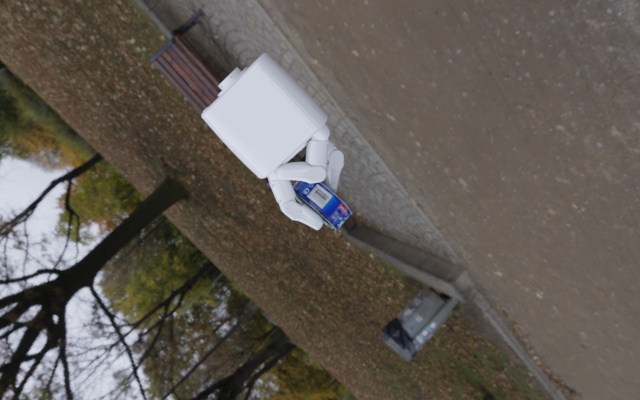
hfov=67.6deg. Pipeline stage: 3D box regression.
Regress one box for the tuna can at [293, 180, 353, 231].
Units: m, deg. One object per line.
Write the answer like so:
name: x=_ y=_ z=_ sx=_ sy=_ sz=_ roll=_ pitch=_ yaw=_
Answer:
tuna can: x=0.000 y=0.003 z=0.647 sx=0.086 sy=0.034 sz=0.086 roll=40 pitch=-7 yaw=6
